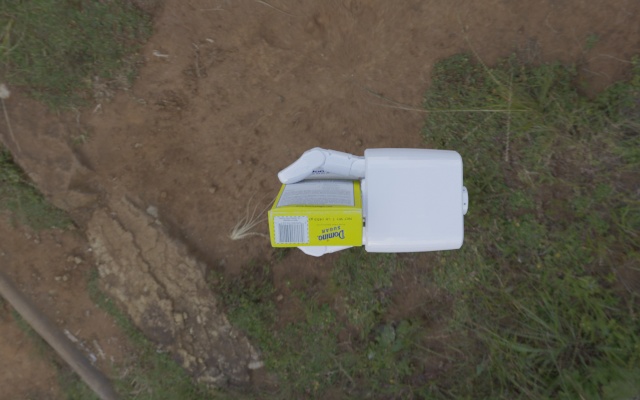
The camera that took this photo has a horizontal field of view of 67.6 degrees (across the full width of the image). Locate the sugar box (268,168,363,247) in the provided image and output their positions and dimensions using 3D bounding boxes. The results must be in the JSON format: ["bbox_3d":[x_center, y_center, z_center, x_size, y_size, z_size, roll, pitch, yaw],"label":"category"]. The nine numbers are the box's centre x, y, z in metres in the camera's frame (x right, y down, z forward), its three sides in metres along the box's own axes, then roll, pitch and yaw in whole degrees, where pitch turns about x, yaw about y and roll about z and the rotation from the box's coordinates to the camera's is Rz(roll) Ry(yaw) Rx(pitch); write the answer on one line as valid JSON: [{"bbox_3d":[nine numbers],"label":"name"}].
[{"bbox_3d":[0.000,0.002,0.547,0.093,0.048,0.176,0,15,4],"label":"sugar box"}]
